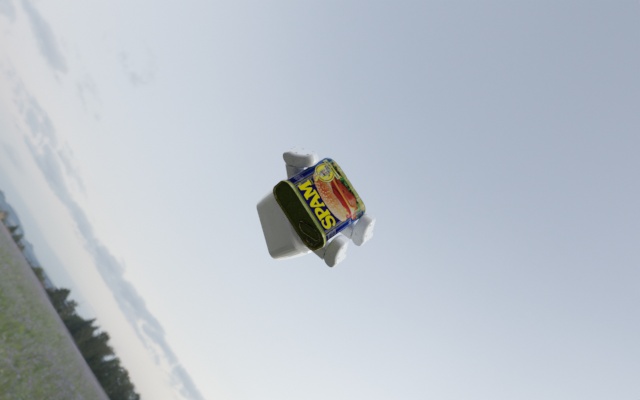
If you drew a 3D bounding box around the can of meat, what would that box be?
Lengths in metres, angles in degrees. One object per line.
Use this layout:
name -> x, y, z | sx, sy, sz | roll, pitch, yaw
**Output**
can of meat -> 0.000, 0.002, 0.644 | 0.084, 0.102, 0.057 | -32, 0, -32
